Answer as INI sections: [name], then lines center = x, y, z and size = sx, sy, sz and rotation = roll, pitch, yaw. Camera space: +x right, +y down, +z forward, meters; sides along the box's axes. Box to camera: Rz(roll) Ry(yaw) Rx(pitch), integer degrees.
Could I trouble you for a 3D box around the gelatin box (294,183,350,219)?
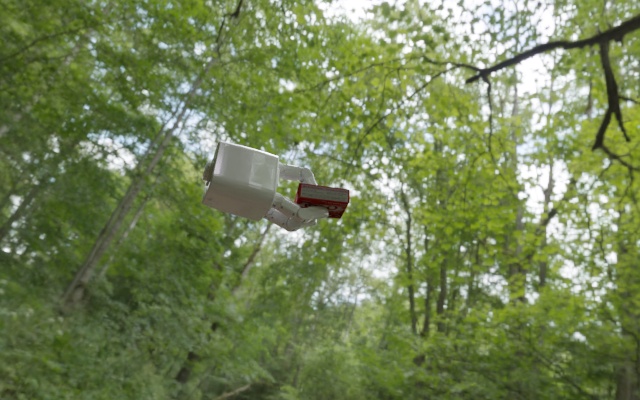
[gelatin box]
center = 0.000, 0.002, 0.828
size = 0.089, 0.030, 0.073
rotation = 6, -25, -7
